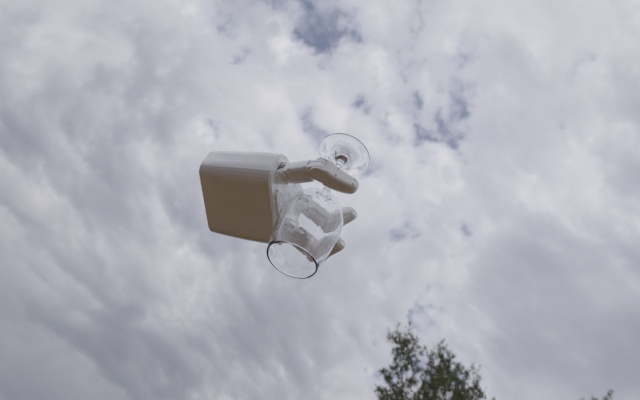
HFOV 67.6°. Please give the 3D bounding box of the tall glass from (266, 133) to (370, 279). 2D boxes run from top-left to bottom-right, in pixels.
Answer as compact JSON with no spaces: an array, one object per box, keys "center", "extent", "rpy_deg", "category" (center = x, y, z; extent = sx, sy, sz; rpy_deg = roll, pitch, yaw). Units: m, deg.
[{"center":[0.000,0.001,0.599],"extent":[0.079,0.079,0.201],"rpy_deg":[0,41,25],"category":"tall glass"}]
